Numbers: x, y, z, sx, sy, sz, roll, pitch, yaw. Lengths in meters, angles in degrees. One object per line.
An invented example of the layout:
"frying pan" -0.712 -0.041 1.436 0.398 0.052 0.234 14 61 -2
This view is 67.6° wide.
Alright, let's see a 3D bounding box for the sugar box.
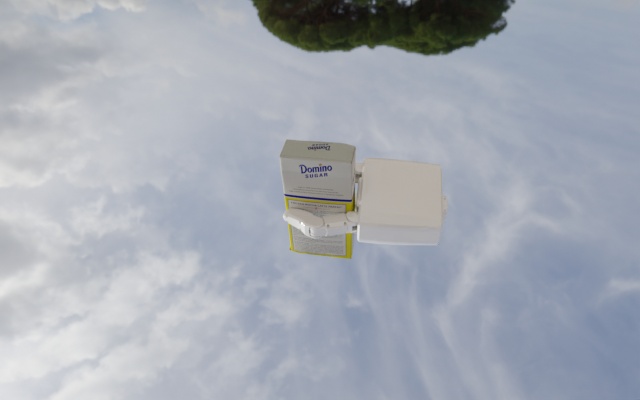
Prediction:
"sugar box" 0.000 0.002 0.647 0.093 0.176 0.048 6 40 8
